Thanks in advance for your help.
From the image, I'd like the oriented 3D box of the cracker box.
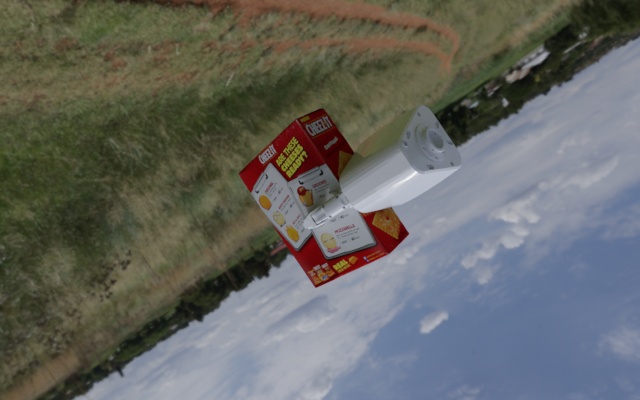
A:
[{"bbox_3d":[0.000,0.002,0.690,0.164,0.213,0.072,-34,0,44],"label":"cracker box"}]
